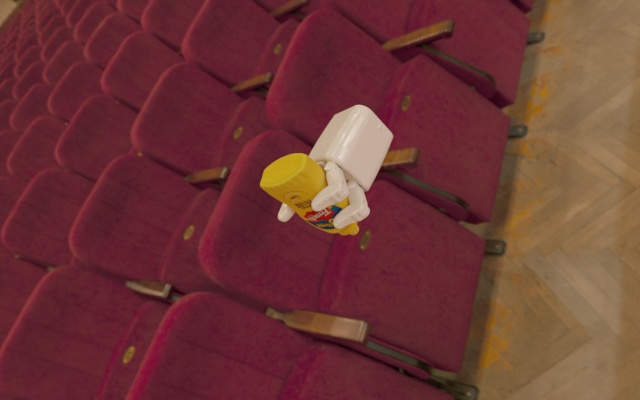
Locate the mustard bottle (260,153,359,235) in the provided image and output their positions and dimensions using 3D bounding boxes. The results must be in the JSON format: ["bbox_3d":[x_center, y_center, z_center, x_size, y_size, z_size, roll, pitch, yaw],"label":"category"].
[{"bbox_3d":[0.000,0.003,0.769,0.096,0.058,0.192,-18,-43,36],"label":"mustard bottle"}]
